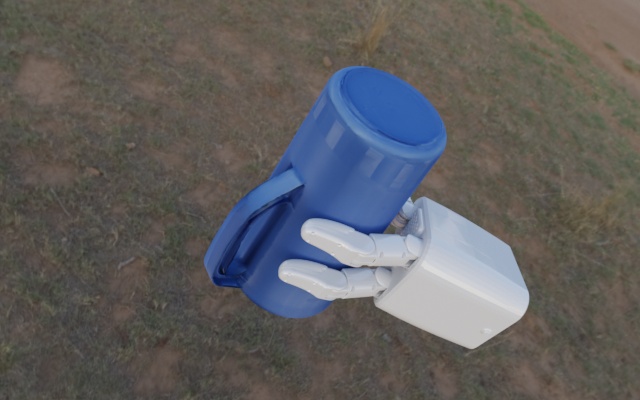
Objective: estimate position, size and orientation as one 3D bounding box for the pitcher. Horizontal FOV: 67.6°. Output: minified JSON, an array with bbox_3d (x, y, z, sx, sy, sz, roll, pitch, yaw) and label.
[{"bbox_3d":[0.000,0.002,0.448,0.145,0.149,0.243,27,-47,-6],"label":"pitcher"}]
